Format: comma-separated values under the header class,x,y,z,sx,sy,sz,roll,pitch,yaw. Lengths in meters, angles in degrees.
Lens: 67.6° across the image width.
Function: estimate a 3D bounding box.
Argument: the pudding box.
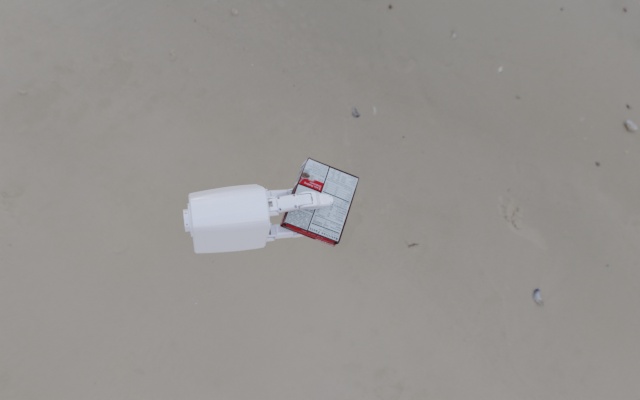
class,x,y,z,sx,sy,sz,roll,pitch,yaw
pudding box,0.000,0.002,0.723,0.090,0.113,0.039,22,-16,-8
